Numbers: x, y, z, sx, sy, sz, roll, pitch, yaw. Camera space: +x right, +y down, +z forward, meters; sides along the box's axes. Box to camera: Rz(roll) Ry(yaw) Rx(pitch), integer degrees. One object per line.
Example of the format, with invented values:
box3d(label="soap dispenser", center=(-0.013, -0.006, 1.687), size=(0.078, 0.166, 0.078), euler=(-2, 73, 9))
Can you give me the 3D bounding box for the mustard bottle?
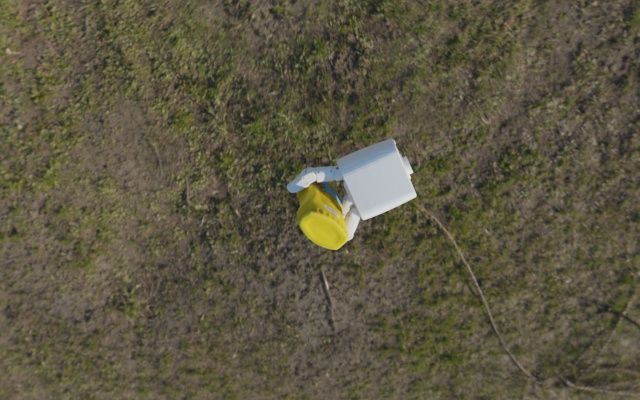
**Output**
box3d(label="mustard bottle", center=(0.000, 0.003, 0.884), size=(0.096, 0.058, 0.191), euler=(35, 24, -22))
